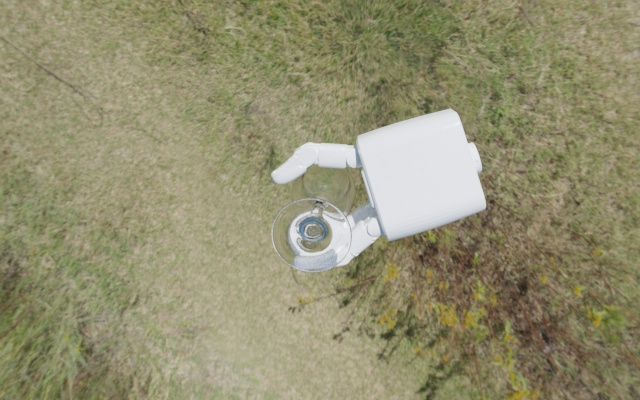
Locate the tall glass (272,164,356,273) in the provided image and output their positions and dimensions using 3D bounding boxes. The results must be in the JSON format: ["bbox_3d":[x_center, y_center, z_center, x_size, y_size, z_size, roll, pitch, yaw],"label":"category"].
[{"bbox_3d":[0.000,0.002,0.530,0.079,0.079,0.201,0,18,5],"label":"tall glass"}]
